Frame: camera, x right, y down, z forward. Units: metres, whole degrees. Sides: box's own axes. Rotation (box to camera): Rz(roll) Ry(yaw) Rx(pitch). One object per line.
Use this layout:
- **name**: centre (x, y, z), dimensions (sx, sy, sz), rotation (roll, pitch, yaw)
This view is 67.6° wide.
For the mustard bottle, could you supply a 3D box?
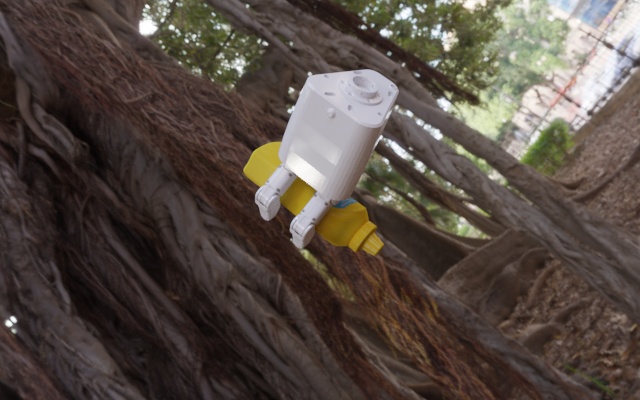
- **mustard bottle**: centre (0.000, 0.002, 0.601), dimensions (0.191, 0.058, 0.096), rotation (38, 19, 15)
